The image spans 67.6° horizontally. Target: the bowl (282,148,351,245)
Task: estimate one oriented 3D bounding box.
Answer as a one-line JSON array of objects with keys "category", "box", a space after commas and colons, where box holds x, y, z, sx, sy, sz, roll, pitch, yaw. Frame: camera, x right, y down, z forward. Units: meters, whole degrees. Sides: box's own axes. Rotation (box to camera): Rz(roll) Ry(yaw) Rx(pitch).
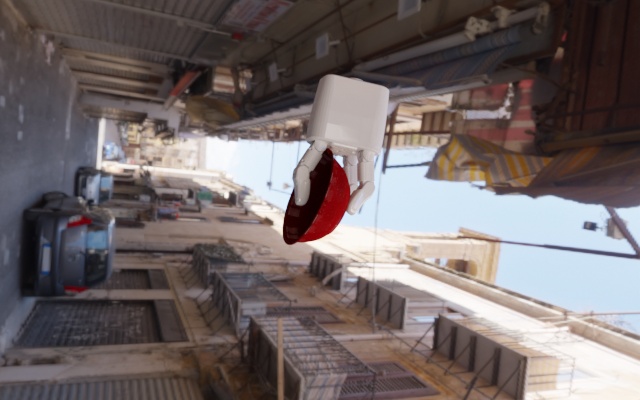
[{"category": "bowl", "box": [0.000, 0.004, 0.747, 0.055, 0.162, 0.162, 24, -9, -20]}]
